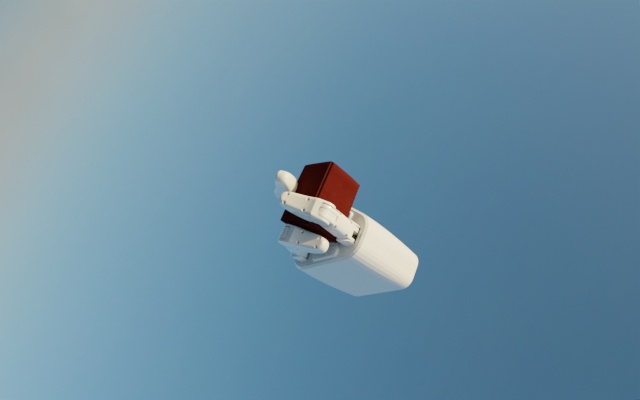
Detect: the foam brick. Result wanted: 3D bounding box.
[{"bbox_3d":[0.000,0.002,0.553,0.051,0.078,0.053,34,-20,-33],"label":"foam brick"}]
